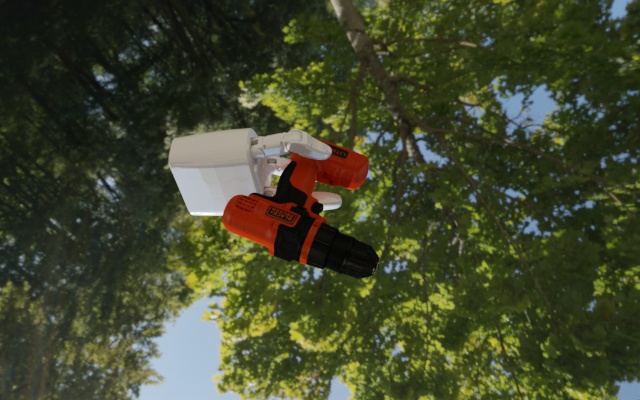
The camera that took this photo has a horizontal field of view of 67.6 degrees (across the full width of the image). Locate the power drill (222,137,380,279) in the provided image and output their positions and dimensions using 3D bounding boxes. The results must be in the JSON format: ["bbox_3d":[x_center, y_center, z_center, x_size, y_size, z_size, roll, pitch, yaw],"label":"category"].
[{"bbox_3d":[0.000,0.002,0.585,0.184,0.057,0.187,21,40,8],"label":"power drill"}]
